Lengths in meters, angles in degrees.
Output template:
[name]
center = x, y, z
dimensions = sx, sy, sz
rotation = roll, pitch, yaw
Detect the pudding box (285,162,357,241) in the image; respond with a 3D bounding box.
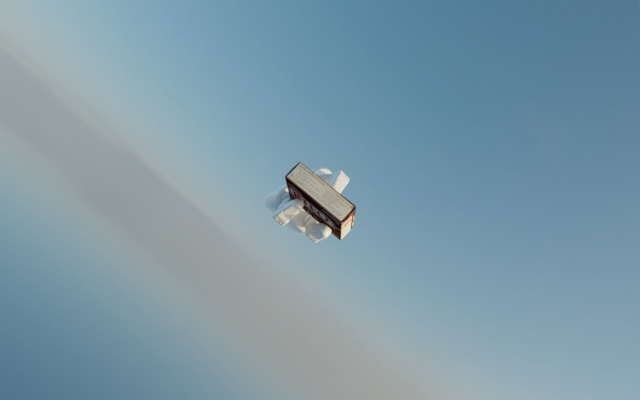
[pudding box]
center = 0.000, 0.002, 0.723
dimensions = 0.113, 0.039, 0.090
rotation = 37, -14, 14
